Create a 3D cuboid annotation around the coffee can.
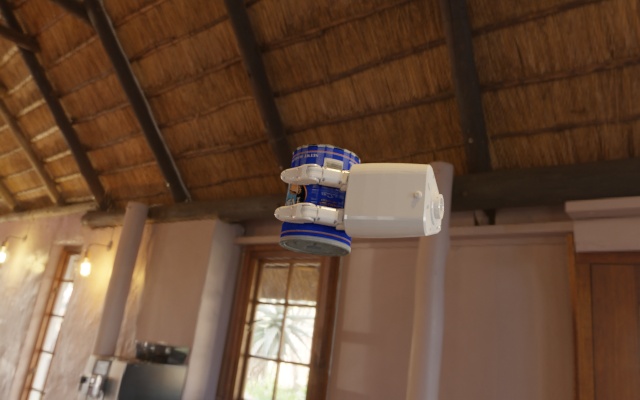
[{"bbox_3d":[0.000,0.002,0.696,0.103,0.140,0.103,7,-16,2],"label":"coffee can"}]
